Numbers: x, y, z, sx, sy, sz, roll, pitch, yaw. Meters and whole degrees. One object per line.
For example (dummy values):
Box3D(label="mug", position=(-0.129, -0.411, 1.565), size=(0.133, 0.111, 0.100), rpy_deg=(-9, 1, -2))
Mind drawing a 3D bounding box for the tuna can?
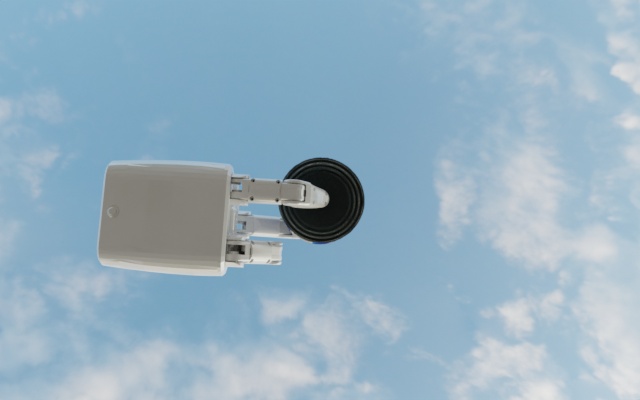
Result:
Box3D(label="tuna can", position=(0.000, 0.002, 0.486), size=(0.086, 0.086, 0.034), rpy_deg=(0, -9, -3))
